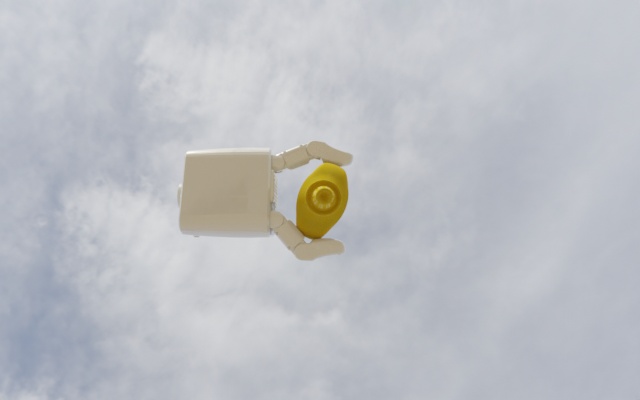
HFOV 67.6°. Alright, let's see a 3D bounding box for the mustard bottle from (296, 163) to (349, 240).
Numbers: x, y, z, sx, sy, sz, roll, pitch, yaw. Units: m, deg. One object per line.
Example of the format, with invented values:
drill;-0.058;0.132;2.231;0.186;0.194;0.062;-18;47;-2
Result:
mustard bottle;0.000;0.002;0.600;0.058;0.096;0.191;23;-5;0
